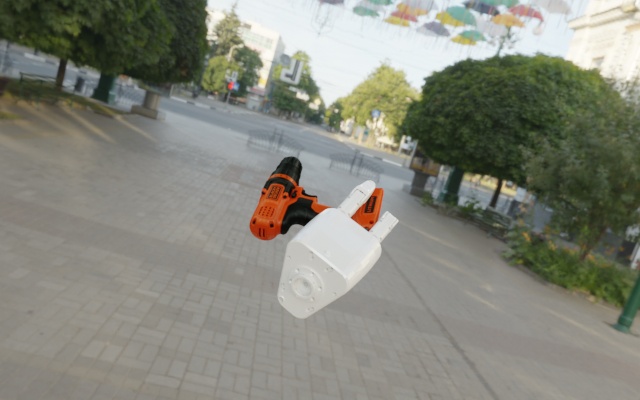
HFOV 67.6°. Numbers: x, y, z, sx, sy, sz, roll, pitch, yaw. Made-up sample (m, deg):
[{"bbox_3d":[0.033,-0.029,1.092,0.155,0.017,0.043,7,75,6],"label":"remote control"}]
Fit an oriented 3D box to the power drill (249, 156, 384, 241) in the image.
[{"bbox_3d":[0.001,0.003,0.745,0.187,0.057,0.184,9,43,8],"label":"power drill"}]
